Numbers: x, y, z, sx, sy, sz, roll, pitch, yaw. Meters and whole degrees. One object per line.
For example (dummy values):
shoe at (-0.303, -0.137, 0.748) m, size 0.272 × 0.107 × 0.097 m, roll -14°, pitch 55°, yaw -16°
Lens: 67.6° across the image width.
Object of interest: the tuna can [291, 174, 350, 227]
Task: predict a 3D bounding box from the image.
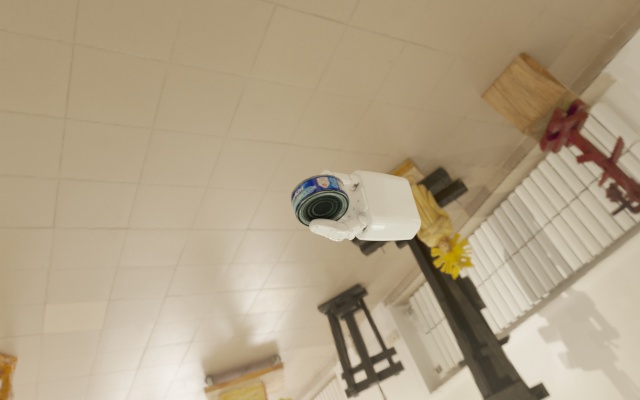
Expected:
tuna can at (0.000, 0.003, 0.724) m, size 0.086 × 0.033 × 0.086 m, roll -11°, pitch -40°, yaw -10°
